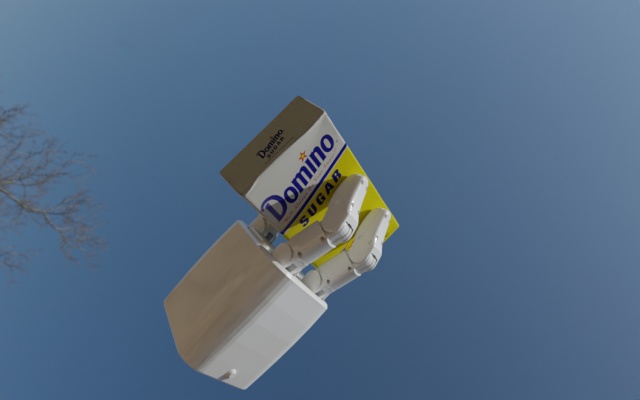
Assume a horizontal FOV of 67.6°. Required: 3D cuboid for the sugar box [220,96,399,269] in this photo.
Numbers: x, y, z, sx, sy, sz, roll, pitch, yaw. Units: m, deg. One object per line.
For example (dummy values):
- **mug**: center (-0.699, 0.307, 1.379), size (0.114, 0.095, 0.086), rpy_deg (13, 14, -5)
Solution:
- **sugar box**: center (0.000, 0.002, 0.431), size (0.048, 0.093, 0.176), rpy_deg (40, -6, 41)
